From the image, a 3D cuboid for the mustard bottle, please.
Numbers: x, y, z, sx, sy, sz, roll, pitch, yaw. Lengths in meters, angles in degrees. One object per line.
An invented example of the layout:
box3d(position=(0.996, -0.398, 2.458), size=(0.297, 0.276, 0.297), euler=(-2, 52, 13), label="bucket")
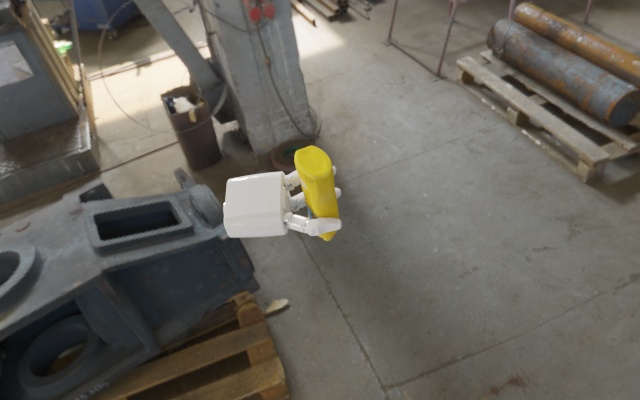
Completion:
box3d(position=(0.000, 0.003, 0.860), size=(0.058, 0.192, 0.096), euler=(-22, 43, -12), label="mustard bottle")
